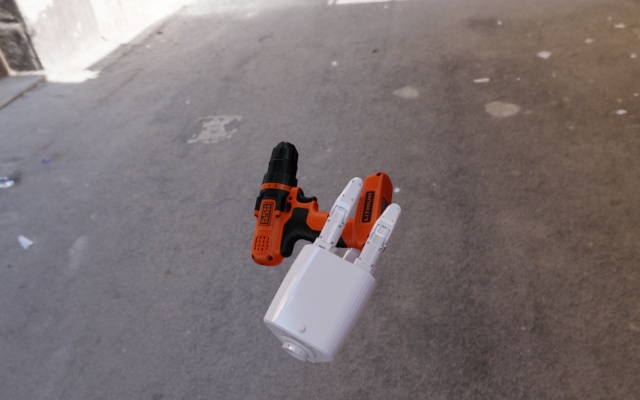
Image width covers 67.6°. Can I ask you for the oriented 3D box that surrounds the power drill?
[{"bbox_3d":[0.000,0.002,0.649,0.187,0.184,0.057,0,-18,25],"label":"power drill"}]
